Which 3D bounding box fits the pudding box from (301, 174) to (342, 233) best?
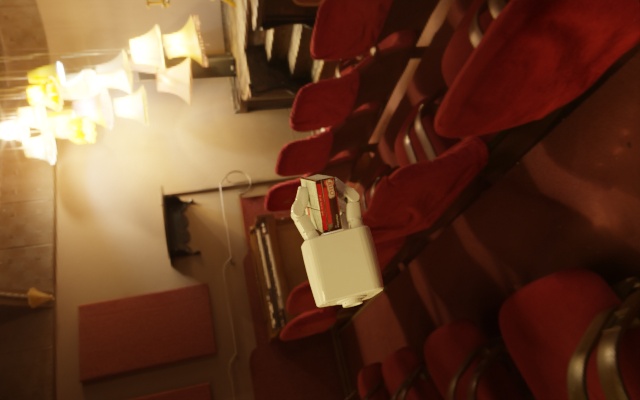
[{"bbox_3d":[0.000,0.003,0.821,0.039,0.090,0.113,-10,8,-16],"label":"pudding box"}]
